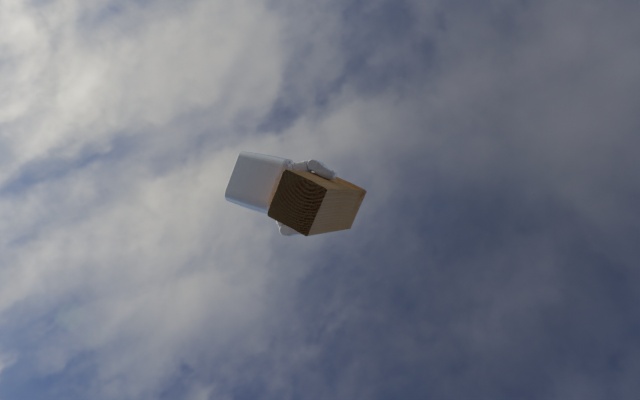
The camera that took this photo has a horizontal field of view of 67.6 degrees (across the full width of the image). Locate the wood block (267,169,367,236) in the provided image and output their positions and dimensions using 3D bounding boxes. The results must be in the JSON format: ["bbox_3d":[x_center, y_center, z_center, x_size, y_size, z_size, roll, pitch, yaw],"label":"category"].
[{"bbox_3d":[0.000,0.002,0.899,0.090,0.091,0.206,26,11,21],"label":"wood block"}]
